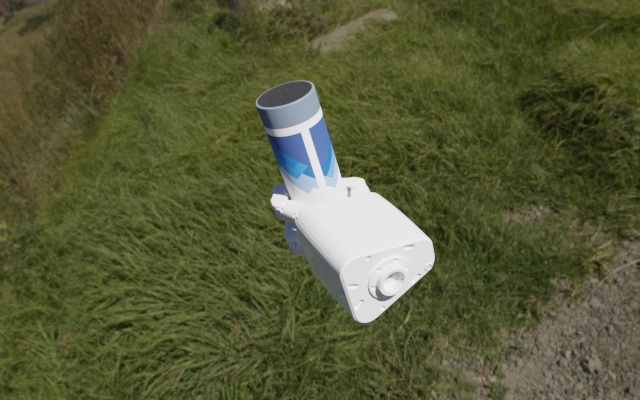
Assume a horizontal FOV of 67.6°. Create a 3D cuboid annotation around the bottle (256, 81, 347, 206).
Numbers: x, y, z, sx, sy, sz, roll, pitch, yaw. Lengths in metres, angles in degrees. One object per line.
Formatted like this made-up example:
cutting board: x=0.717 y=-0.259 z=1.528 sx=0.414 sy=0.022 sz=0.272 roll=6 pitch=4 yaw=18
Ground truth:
bottle: x=0.000 y=0.002 z=0.595 sx=0.069 sy=0.296 sz=0.069 roll=-13 pitch=34 yaw=9
